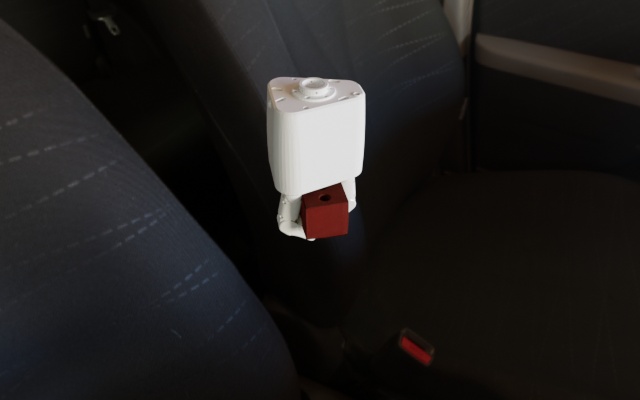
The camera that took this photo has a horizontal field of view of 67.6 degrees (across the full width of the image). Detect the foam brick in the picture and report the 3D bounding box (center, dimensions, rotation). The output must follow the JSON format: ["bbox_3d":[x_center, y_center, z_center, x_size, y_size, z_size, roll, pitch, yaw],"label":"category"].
[{"bbox_3d":[0.000,0.002,0.587,0.053,0.051,0.078,-7,40,-10],"label":"foam brick"}]
